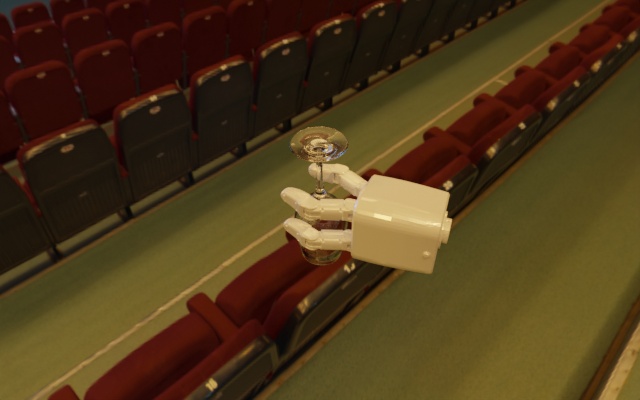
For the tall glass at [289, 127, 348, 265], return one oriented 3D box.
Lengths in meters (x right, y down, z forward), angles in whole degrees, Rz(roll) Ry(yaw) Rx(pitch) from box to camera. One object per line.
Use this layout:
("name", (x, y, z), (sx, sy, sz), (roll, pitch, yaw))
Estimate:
("tall glass", (0.000, 0.002, 0.664), (0.079, 0.201, 0.079), (-1, 42, 1))
